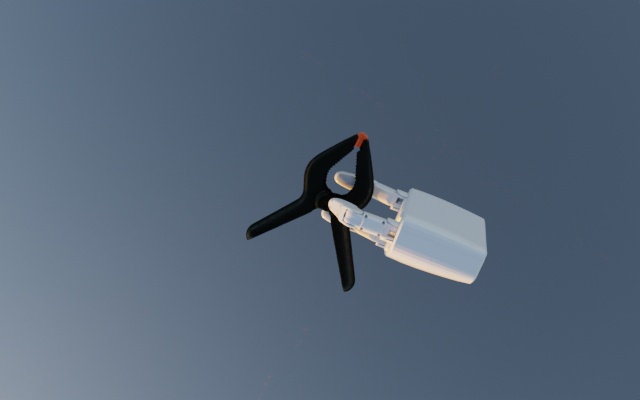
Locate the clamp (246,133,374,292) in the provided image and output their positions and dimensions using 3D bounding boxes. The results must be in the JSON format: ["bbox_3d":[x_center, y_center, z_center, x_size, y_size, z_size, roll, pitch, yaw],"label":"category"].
[{"bbox_3d":[0.000,0.002,0.638,0.164,0.210,0.036,21,13,3],"label":"clamp"}]
